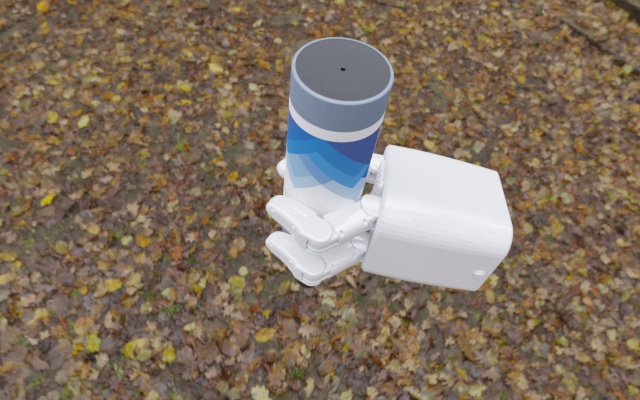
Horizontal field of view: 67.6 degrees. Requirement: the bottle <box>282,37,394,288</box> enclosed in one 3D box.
[{"bbox_3d":[0.000,0.001,0.424,0.069,0.069,0.296,0,-36,-7],"label":"bottle"}]
